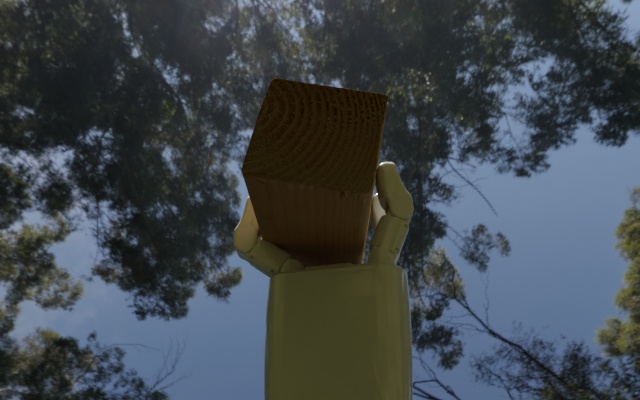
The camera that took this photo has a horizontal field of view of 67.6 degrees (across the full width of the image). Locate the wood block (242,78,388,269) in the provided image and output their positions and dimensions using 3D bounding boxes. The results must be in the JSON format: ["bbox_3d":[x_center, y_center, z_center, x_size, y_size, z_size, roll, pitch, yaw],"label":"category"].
[{"bbox_3d":[0.000,0.002,0.423,0.091,0.090,0.206,10,-28,6],"label":"wood block"}]
